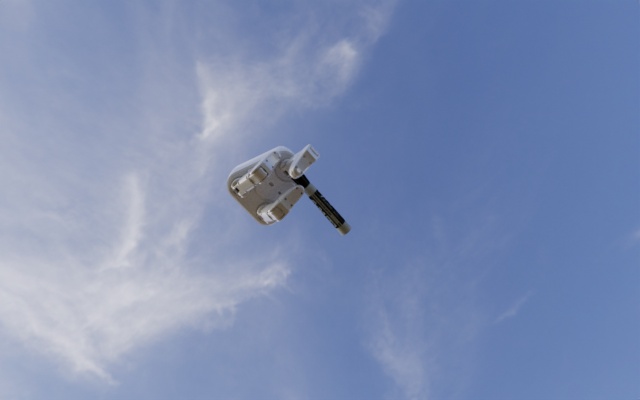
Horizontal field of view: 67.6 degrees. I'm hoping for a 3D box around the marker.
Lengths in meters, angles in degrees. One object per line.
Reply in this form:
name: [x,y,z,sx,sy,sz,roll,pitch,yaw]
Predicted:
marker: [0.000,0.002,0.693,0.020,0.121,0.020,-39,15,12]
